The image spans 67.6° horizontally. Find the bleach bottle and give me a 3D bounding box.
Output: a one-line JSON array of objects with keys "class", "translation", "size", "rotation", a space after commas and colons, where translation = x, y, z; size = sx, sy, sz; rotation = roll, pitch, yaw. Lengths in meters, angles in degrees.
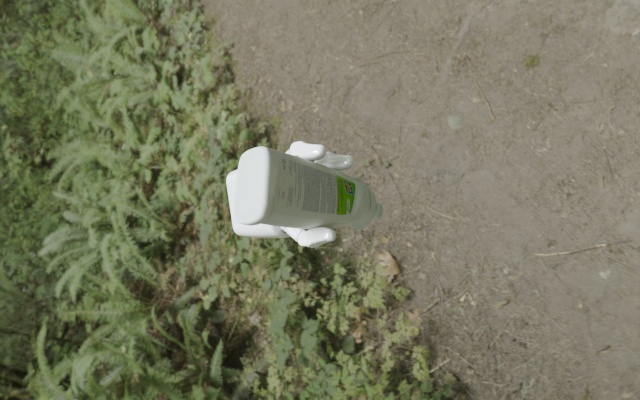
[{"class": "bleach bottle", "translation": [0.000, 0.002, 0.675], "size": [0.251, 0.102, 0.068], "rotation": [15, -16, -43]}]
